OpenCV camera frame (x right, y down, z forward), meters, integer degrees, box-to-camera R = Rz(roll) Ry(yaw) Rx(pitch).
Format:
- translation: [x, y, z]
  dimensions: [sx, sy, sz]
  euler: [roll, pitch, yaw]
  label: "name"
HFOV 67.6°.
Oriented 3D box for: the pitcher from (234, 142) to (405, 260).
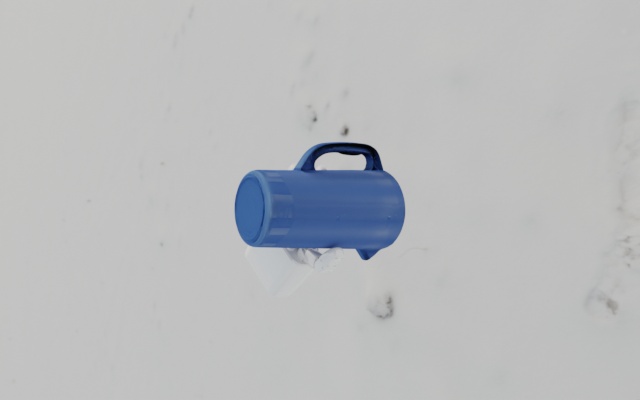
- translation: [0.000, 0.003, 0.724]
  dimensions: [0.243, 0.149, 0.145]
  euler: [2, -39, -35]
  label: "pitcher"
